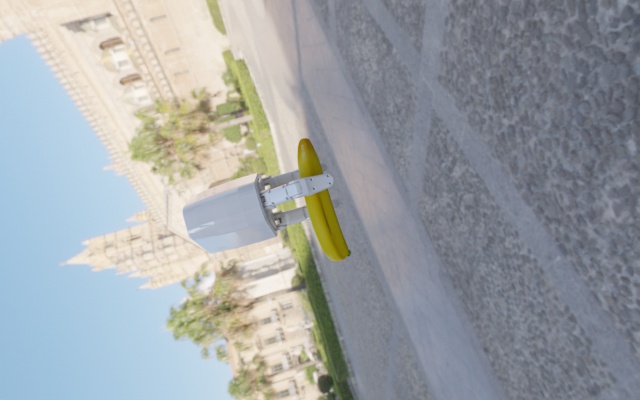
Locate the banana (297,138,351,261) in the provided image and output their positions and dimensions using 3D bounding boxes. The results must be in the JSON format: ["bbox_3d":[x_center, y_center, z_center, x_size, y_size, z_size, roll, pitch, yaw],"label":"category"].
[{"bbox_3d":[0.002,0.012,0.671,0.037,0.198,0.069,-17,21,4],"label":"banana"}]
